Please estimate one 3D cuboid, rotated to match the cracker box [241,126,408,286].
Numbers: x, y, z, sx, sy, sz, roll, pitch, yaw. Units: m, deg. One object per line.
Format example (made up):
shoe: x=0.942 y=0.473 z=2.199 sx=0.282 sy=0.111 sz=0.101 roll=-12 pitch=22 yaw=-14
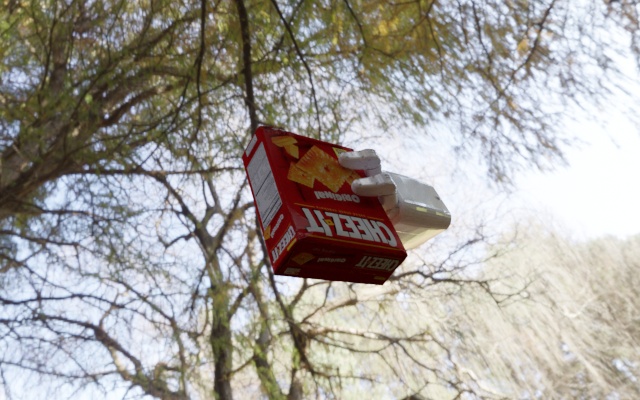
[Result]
cracker box: x=0.000 y=0.002 z=0.632 sx=0.164 sy=0.072 sz=0.213 roll=11 pitch=39 yaw=-32
